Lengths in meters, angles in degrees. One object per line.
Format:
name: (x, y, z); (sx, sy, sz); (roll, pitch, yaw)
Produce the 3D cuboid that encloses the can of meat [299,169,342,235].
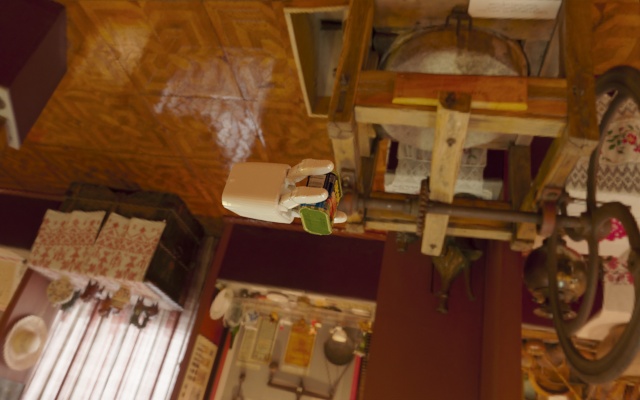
can of meat: (0.000, 0.003, 0.840); (0.057, 0.084, 0.102); (8, -28, 12)
